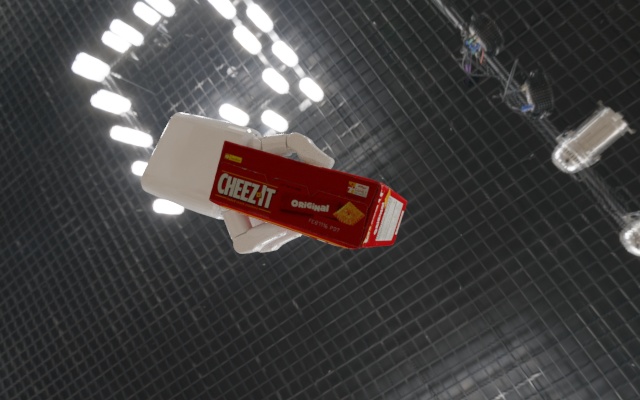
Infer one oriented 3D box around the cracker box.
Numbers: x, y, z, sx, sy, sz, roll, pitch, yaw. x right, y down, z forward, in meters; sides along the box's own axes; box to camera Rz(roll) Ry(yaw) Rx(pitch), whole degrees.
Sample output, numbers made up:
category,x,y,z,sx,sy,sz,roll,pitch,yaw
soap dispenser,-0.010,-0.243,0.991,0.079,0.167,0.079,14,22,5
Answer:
category,x,y,z,sx,sy,sz,roll,pitch,yaw
cracker box,0.000,0.002,0.543,0.164,0.072,0.214,16,1,17
